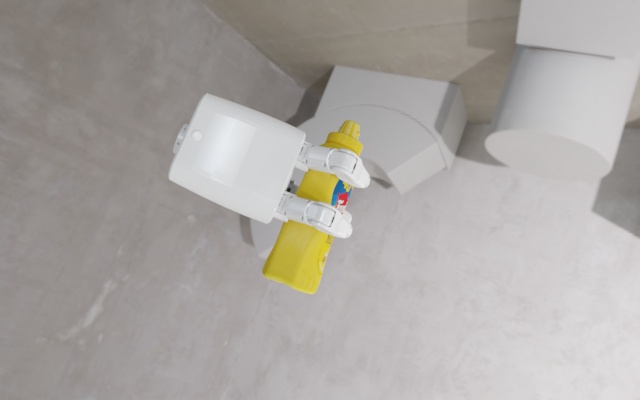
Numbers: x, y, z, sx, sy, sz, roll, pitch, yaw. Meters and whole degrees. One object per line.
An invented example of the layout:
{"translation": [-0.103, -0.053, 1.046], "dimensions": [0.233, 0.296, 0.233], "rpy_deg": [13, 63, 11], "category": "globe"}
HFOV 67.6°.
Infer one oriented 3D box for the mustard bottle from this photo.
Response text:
{"translation": [0.000, 0.002, 0.515], "dimensions": [0.058, 0.191, 0.096], "rpy_deg": [19, -10, 15], "category": "mustard bottle"}
